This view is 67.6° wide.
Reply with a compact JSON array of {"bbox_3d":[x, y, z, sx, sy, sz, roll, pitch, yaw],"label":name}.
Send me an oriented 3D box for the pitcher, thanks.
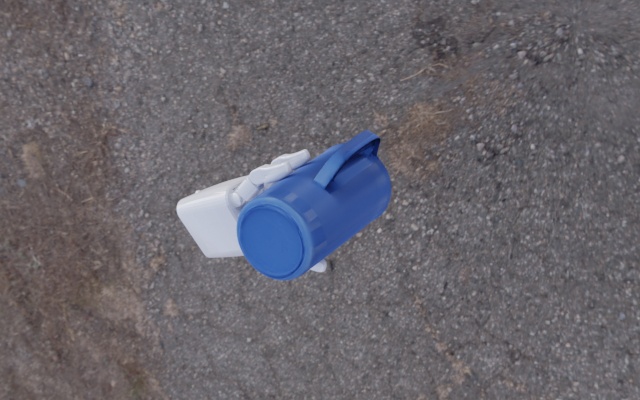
[{"bbox_3d":[0.000,0.002,0.652,0.145,0.149,0.242,-8,14,31],"label":"pitcher"}]
